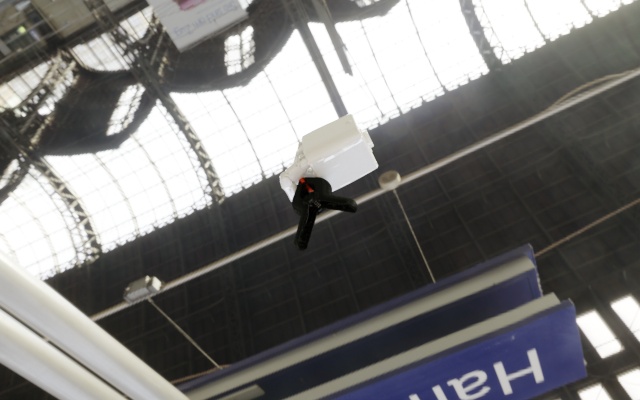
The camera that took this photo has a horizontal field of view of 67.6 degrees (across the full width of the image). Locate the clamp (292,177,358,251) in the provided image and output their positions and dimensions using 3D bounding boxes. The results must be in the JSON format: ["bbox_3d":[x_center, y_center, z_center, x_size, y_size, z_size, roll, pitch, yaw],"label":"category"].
[{"bbox_3d":[0.000,0.003,0.815,0.120,0.039,0.171,-28,36,11],"label":"clamp"}]
